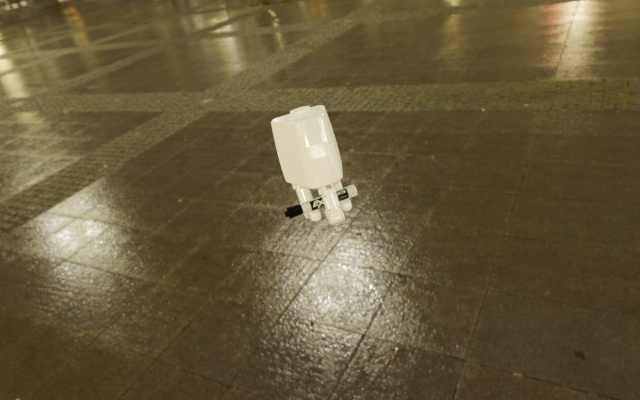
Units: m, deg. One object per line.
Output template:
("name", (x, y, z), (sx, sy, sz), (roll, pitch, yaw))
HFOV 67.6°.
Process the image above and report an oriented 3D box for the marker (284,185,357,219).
("marker", (0.000, 0.003, 0.759), (0.121, 0.020, 0.020), (-20, 4, -11))
